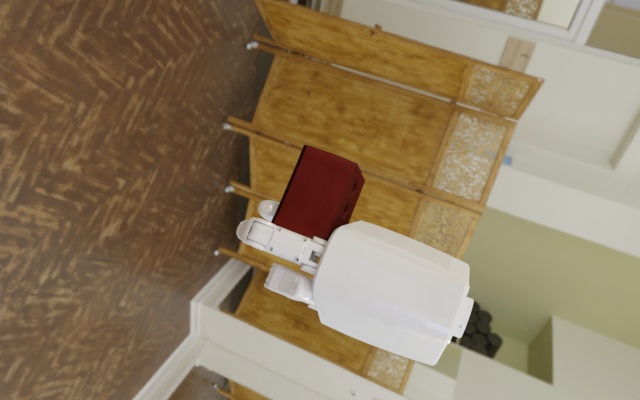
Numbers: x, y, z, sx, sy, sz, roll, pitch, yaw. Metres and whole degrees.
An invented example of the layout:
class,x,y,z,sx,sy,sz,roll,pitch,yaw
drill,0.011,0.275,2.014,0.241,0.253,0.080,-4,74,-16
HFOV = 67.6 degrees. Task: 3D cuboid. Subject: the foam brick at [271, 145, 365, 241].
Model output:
class,x,y,z,sx,sy,sz,roll,pitch,yaw
foam brick,0.000,0.001,0.419,0.051,0.078,0.053,19,-10,18
